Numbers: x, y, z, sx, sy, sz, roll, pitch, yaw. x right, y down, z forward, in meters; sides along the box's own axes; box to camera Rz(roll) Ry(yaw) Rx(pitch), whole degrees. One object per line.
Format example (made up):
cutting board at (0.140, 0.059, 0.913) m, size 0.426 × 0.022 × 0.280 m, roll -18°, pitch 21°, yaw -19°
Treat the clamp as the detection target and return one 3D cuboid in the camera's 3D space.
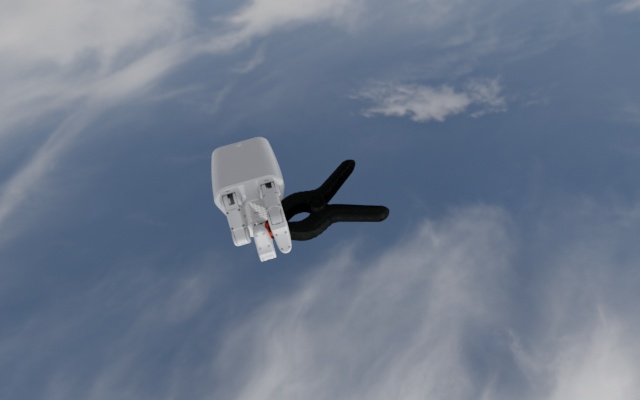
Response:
clamp at (0.000, 0.003, 0.685) m, size 0.171 × 0.039 × 0.120 m, roll -15°, pitch 44°, yaw -5°
